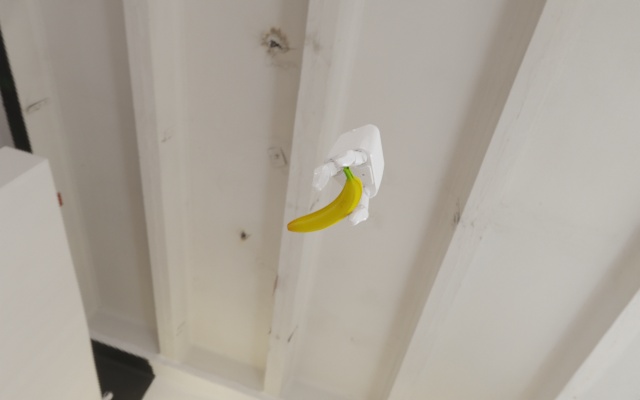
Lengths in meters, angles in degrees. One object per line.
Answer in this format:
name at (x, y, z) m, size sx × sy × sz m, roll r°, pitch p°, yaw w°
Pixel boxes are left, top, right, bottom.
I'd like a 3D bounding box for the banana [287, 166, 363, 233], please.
banana at (0.017, 0.012, 0.857) m, size 0.198 × 0.069 × 0.037 m, roll -45°, pitch 13°, yaw 37°
